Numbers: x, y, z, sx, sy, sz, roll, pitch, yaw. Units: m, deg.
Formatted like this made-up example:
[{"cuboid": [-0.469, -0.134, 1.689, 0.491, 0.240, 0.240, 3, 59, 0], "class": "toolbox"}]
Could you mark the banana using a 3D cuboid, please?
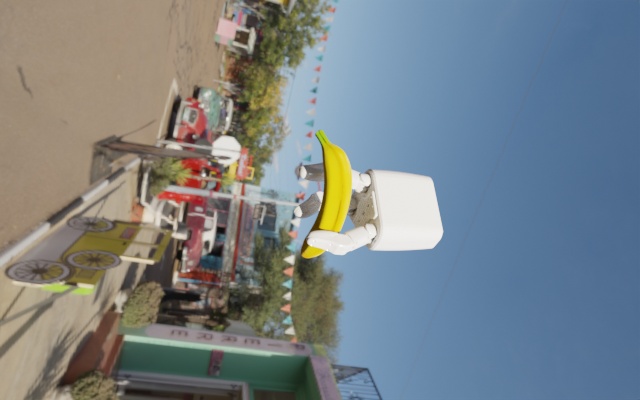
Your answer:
[{"cuboid": [0.010, 0.007, 0.655, 0.037, 0.198, 0.069, -6, 29, -30], "class": "banana"}]
